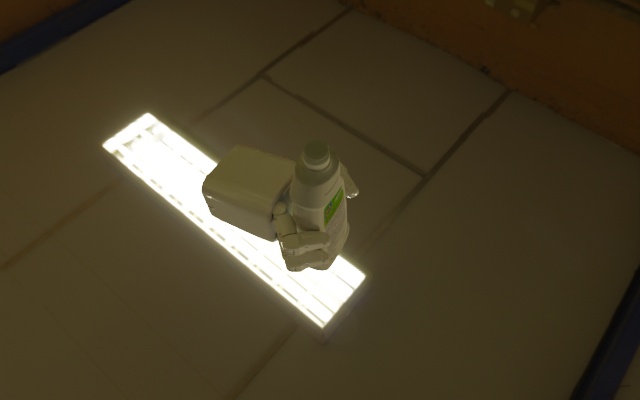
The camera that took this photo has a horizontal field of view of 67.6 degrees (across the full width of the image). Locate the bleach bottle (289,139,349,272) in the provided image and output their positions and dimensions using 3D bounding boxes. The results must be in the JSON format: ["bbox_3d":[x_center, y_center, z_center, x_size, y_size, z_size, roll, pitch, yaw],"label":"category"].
[{"bbox_3d":[0.000,0.002,0.636,0.068,0.102,0.251,20,-29,12],"label":"bleach bottle"}]
